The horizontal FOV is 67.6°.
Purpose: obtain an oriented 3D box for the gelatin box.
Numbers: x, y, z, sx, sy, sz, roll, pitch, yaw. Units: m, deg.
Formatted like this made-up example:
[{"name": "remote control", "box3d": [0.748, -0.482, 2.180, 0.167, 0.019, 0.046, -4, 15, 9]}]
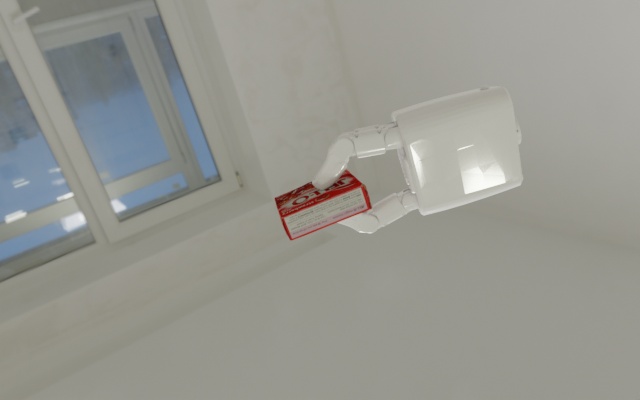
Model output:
[{"name": "gelatin box", "box3d": [0.000, 0.002, 0.493, 0.089, 0.030, 0.073, -22, 19, -4]}]
